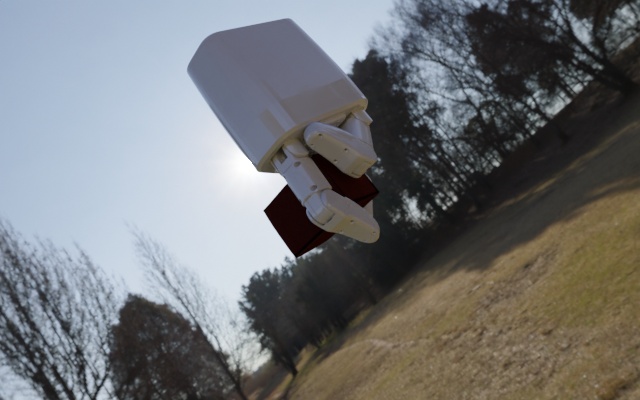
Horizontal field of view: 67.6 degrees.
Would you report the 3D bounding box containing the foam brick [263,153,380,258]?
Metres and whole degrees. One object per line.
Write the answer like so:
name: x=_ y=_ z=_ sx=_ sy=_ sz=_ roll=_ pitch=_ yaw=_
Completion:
foam brick: x=0.000 y=0.002 z=0.408 sx=0.078 sy=0.051 sz=0.053 roll=-45 pitch=-13 yaw=32
